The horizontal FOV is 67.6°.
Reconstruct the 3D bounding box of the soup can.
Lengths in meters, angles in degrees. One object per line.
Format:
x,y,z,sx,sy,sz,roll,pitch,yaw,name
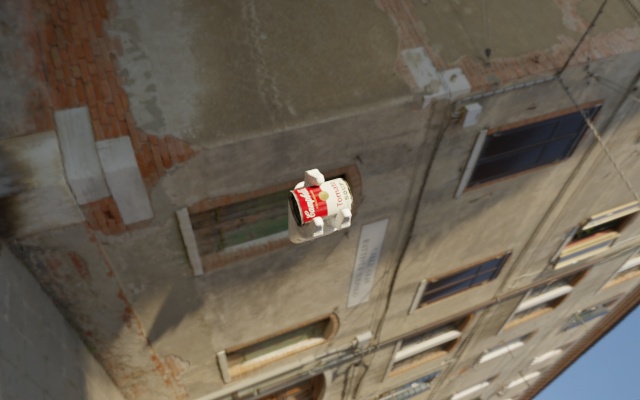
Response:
0.000,0.003,0.881,0.102,0.068,0.068,-15,4,-16,soup can
